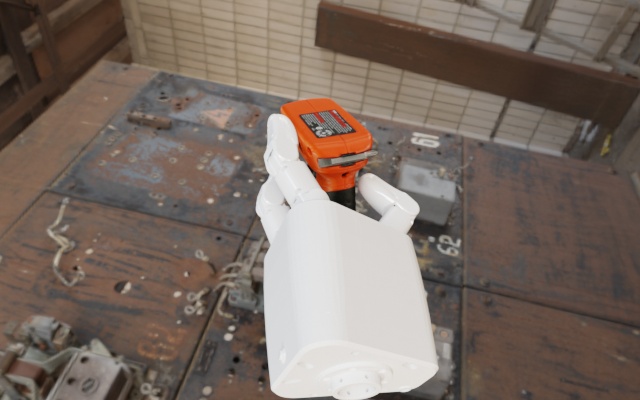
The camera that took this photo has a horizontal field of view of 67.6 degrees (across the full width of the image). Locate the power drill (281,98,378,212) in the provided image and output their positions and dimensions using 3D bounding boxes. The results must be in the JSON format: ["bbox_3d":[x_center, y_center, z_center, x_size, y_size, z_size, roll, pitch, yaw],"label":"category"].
[{"bbox_3d":[0.000,0.001,0.465,0.057,0.188,0.184,-14,34,-17],"label":"power drill"}]
